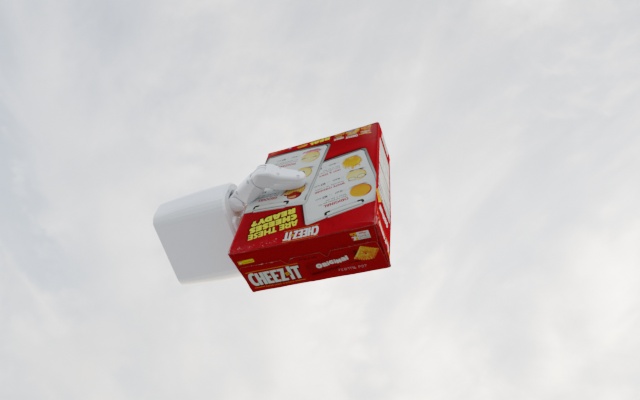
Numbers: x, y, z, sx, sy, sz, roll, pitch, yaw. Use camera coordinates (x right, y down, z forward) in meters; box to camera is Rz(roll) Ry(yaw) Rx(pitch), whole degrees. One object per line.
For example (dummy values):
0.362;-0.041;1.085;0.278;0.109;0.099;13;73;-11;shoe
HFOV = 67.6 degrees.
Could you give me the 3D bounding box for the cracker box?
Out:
0.000;0.002;0.576;0.164;0.072;0.213;-14;34;17;cracker box
